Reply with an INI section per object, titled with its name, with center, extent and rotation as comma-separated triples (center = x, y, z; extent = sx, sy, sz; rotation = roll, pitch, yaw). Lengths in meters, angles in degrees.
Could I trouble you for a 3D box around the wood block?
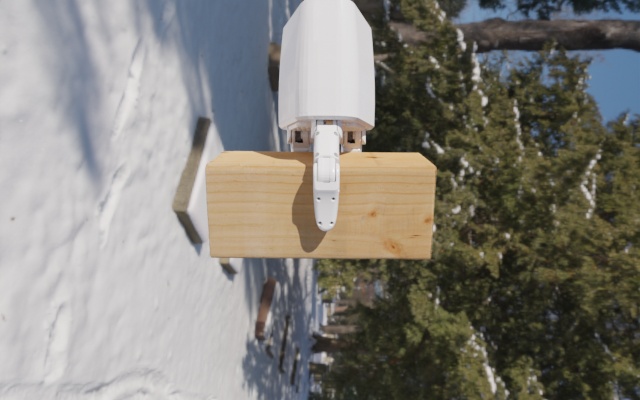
[wood block]
center = 0.000, 0.001, 0.474
extent = 0.206, 0.090, 0.090
rotation = 0, 14, 0
